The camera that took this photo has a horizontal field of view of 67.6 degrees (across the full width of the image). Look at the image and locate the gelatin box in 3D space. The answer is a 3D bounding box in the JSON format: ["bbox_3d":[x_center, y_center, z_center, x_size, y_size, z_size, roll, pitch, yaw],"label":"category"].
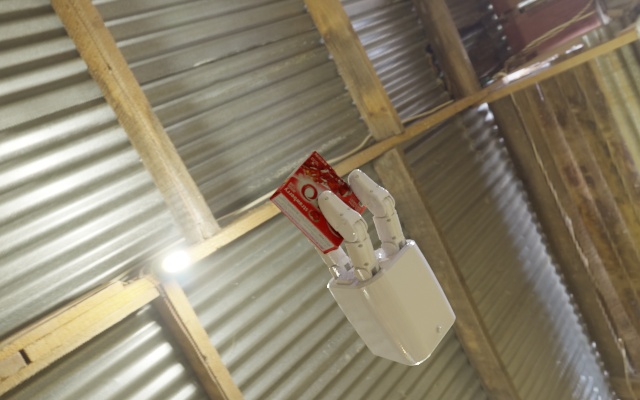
[{"bbox_3d":[0.000,0.002,0.522,0.030,0.089,0.073,-32,16,52],"label":"gelatin box"}]
